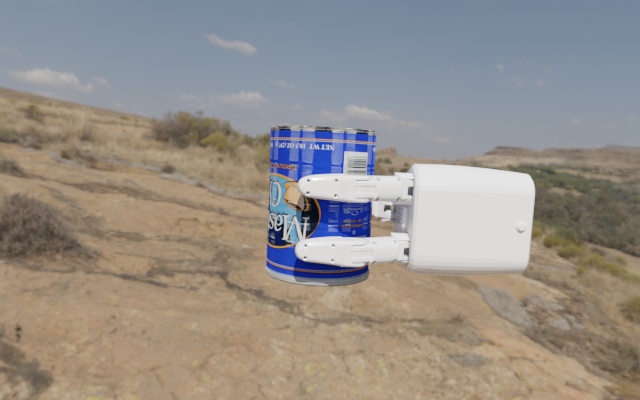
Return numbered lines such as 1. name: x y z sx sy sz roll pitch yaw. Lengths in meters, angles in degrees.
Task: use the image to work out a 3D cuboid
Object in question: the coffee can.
1. coffee can: 0.000 0.002 0.464 0.103 0.140 0.103 3 6 0
